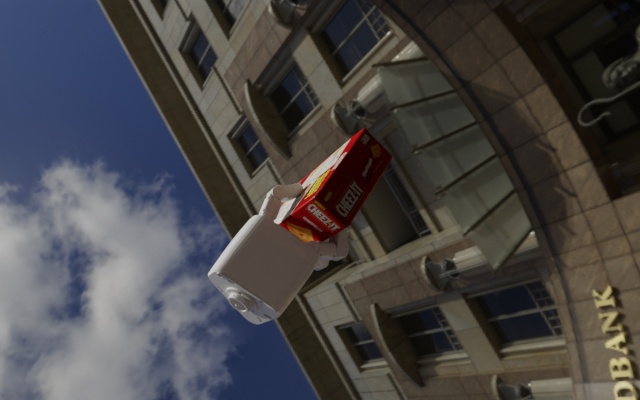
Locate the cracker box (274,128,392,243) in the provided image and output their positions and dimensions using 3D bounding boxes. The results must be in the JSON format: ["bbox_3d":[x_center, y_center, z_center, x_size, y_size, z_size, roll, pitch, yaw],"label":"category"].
[{"bbox_3d":[0.000,0.002,0.758,0.214,0.072,0.164,-35,16,52],"label":"cracker box"}]
